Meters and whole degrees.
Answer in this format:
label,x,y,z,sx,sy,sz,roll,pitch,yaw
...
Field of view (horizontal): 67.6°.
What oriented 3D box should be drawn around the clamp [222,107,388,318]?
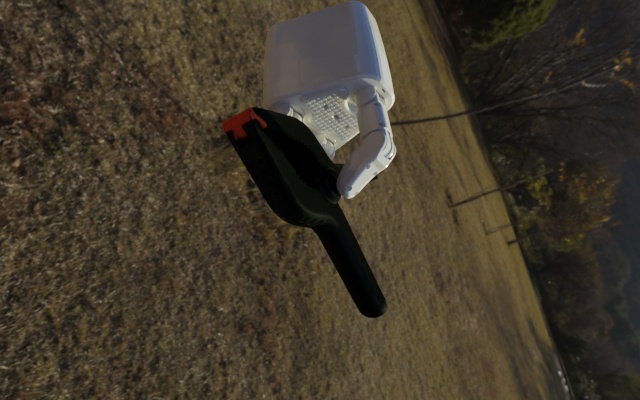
label,x,y,z,sx,sy,sz,roll,pitch,yaw
clamp,0.000,0.001,0.401,0.036,0.164,0.210,-22,-35,27
